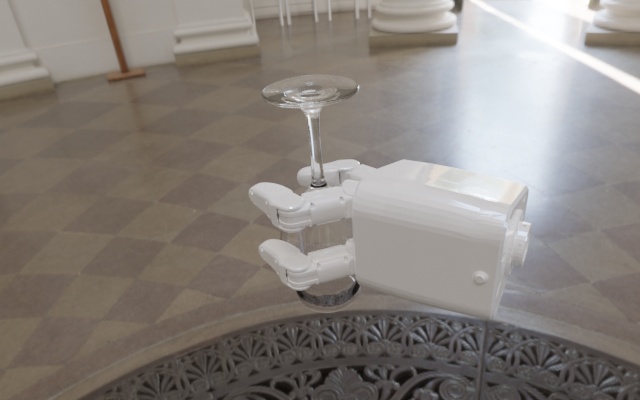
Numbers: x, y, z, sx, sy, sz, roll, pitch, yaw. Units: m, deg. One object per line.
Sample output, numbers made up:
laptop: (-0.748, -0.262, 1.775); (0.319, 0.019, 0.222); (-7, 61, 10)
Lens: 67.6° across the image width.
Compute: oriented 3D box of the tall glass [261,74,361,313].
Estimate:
tall glass: (0.000, 0.001, 0.410); (0.079, 0.201, 0.079); (-4, 31, 2)
